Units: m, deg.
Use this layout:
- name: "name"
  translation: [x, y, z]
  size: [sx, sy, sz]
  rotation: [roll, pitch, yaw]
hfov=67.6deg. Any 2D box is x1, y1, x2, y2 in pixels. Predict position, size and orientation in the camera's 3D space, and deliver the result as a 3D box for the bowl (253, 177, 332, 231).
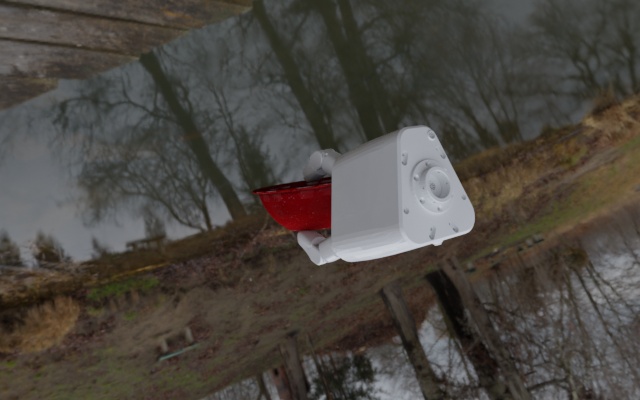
- name: "bowl"
  translation: [0.000, 0.002, 0.591]
  size: [0.162, 0.055, 0.162]
  rotation: [-8, 5, 1]
